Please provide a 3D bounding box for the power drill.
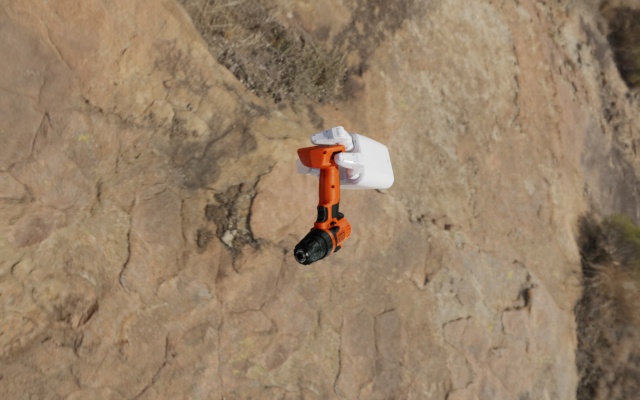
[{"bbox_3d":[0.000,0.002,0.806,0.057,0.188,0.184,3,12,21],"label":"power drill"}]
